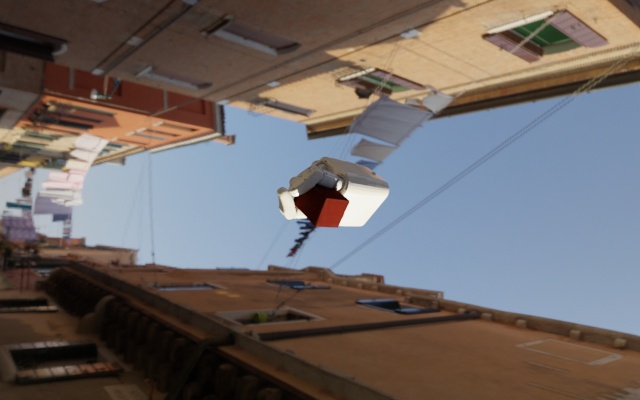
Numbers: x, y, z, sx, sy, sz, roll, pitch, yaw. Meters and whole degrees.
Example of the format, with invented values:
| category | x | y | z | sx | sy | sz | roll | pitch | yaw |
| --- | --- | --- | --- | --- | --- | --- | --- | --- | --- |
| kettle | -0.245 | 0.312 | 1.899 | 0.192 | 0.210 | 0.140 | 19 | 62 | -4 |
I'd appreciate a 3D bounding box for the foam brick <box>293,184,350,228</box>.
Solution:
| category | x | y | z | sx | sy | sz | roll | pitch | yaw |
| --- | --- | --- | --- | --- | --- | --- | --- | --- | --- |
| foam brick | 0.000 | 0.003 | 0.778 | 0.051 | 0.053 | 0.078 | 8 | 24 | -38 |
